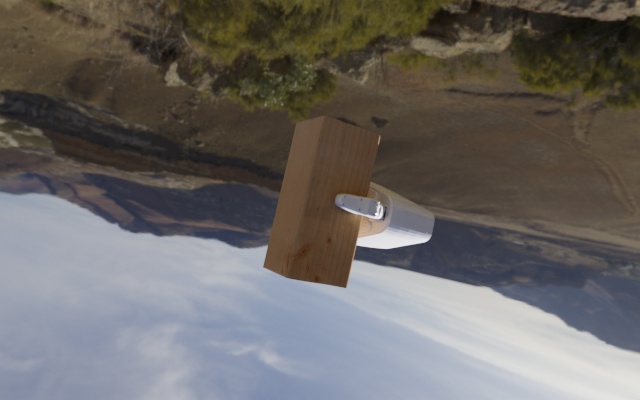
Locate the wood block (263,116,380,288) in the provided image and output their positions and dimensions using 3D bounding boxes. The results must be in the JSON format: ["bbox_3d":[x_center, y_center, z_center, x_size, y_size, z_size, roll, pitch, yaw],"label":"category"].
[{"bbox_3d":[0.001,0.002,0.640,0.090,0.206,0.091,15,-5,-27],"label":"wood block"}]
